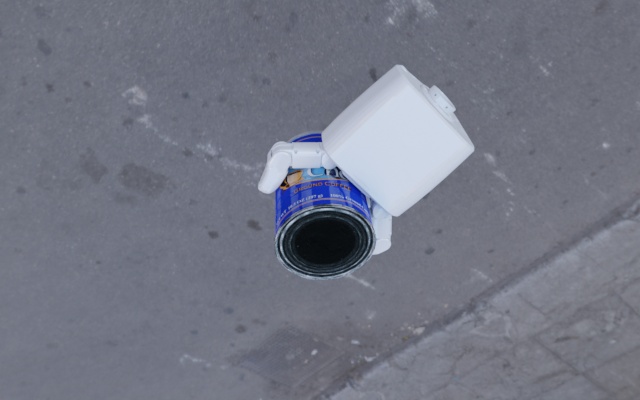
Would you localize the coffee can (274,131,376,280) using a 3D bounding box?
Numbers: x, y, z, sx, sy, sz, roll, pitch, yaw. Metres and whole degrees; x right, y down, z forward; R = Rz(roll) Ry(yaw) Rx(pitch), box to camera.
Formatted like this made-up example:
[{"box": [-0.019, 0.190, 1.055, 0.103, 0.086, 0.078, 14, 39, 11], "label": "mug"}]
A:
[{"box": [0.000, 0.002, 0.529, 0.103, 0.103, 0.140, 0, 38, -5], "label": "coffee can"}]
